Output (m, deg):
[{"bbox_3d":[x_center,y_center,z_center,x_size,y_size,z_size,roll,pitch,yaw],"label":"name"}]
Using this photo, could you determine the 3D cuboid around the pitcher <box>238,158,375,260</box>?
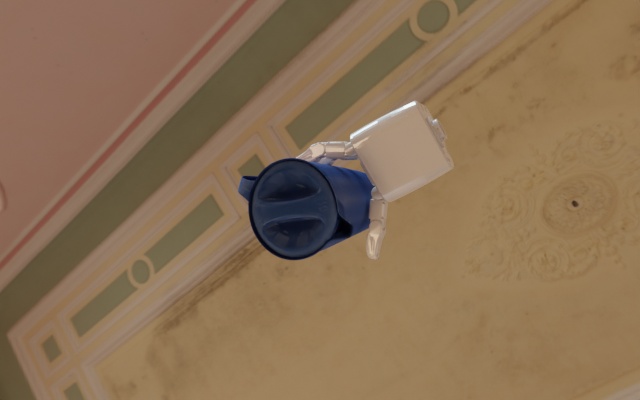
[{"bbox_3d":[0.000,0.002,0.726,0.145,0.149,0.243,-29,-9,23],"label":"pitcher"}]
